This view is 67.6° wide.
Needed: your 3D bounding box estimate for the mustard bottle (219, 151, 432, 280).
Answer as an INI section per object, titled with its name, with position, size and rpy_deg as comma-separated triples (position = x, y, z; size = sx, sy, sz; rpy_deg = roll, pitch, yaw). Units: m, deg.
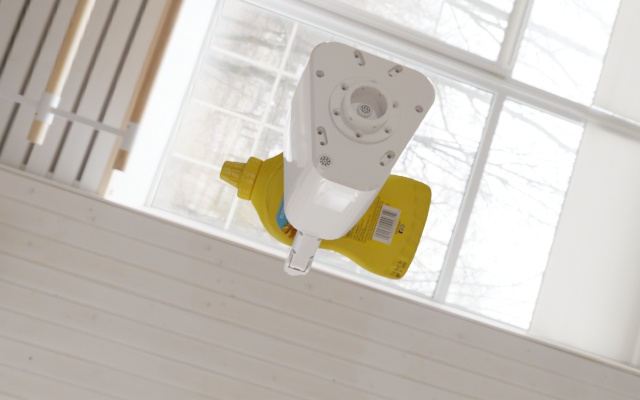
[mustard bottle]
position = 0.000, 0.002, 0.447
size = 0.191, 0.096, 0.058
rpy_deg = 18, 2, -5
